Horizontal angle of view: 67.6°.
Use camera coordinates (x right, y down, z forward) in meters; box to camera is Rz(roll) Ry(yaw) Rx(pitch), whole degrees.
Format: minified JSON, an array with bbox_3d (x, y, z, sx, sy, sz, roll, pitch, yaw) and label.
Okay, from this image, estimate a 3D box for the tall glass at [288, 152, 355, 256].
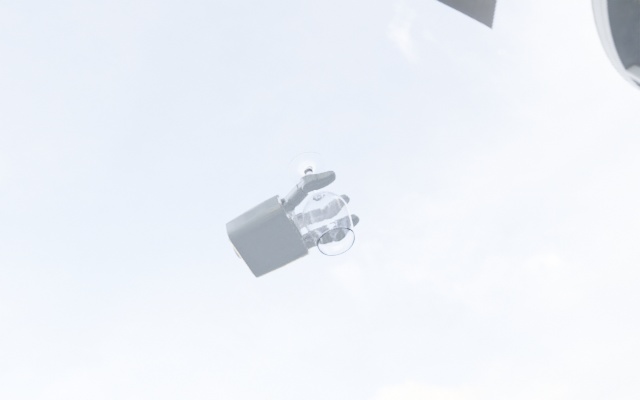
[{"bbox_3d":[0.000,0.002,0.813,0.079,0.079,0.201,0,38,-19],"label":"tall glass"}]
